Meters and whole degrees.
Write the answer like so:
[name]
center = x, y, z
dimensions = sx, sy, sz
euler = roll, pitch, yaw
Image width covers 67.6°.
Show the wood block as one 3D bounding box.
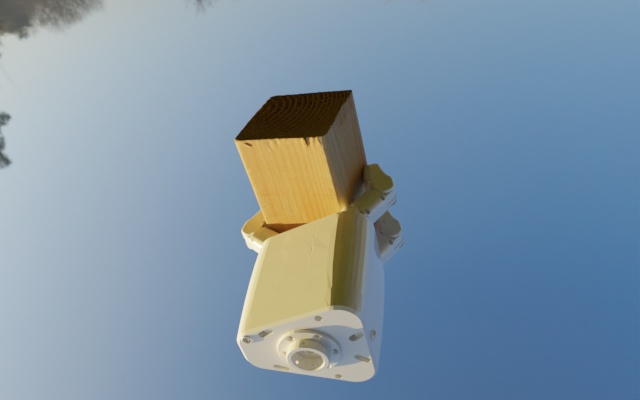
[wood block]
center = 0.000, 0.002, 0.494
dimensions = 0.091, 0.206, 0.090
euler = 1, 38, 23
